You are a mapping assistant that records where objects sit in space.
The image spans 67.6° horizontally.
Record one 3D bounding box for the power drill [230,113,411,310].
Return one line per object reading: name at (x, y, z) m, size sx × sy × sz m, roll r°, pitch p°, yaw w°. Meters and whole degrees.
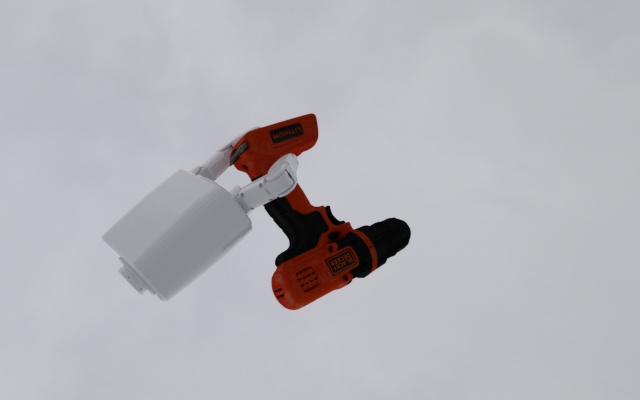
power drill at (0.000, 0.001, 0.518) m, size 0.184 × 0.187 × 0.057 m, roll -22°, pitch -9°, yaw -36°
